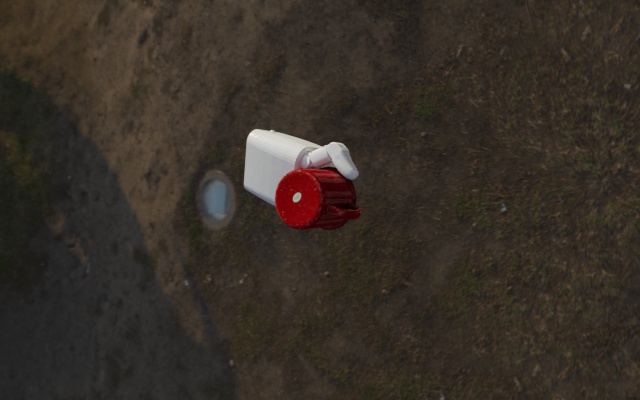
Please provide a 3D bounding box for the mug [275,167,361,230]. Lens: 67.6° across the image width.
[{"bbox_3d":[0.001,0.003,0.658,0.117,0.093,0.081,24,14,29],"label":"mug"}]
